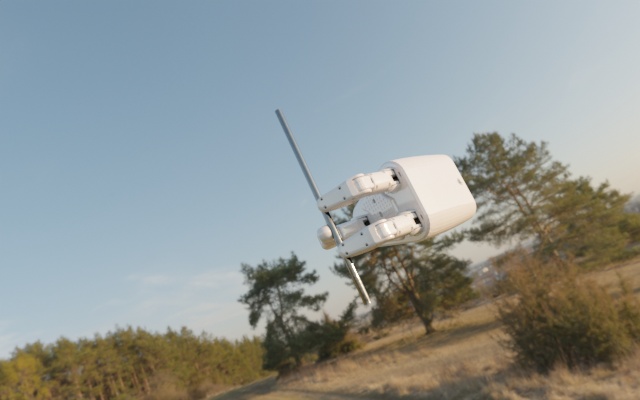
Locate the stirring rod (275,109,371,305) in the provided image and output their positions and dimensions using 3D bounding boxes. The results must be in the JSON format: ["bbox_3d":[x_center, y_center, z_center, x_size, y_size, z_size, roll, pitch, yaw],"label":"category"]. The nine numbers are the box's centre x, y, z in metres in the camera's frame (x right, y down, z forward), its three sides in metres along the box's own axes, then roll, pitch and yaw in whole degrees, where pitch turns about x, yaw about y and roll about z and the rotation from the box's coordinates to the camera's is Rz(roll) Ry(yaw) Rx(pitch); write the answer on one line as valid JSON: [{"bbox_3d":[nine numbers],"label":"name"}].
[{"bbox_3d":[0.000,0.002,0.525,0.011,0.239,0.011,-24,-14,-6],"label":"stirring rod"}]
